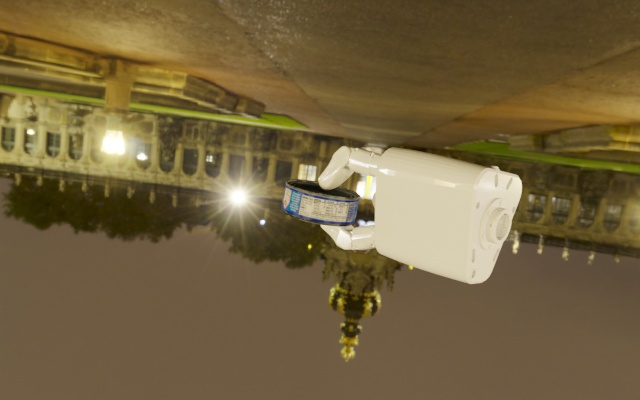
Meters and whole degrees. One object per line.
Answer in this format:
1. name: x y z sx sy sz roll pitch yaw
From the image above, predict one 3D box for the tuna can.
1. tuna can: 0.000 0.002 0.539 0.086 0.034 0.086 11 10 -2
